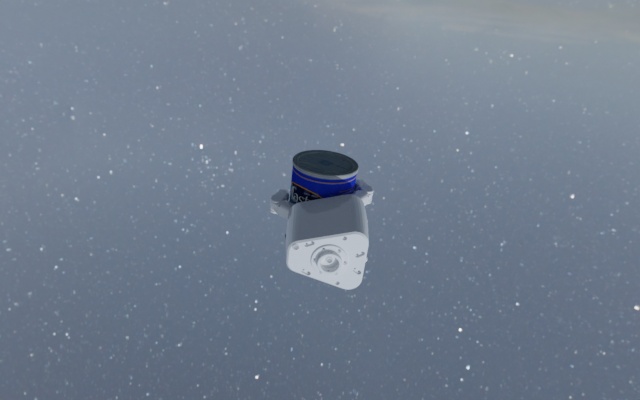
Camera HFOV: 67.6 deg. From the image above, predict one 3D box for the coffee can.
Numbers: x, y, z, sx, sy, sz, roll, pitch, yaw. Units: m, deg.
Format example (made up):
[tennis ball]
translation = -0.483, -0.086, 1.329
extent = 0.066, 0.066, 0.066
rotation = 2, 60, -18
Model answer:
[coffee can]
translation = 0.000, 0.002, 0.765
extent = 0.103, 0.140, 0.102
rotation = 6, 26, -3
